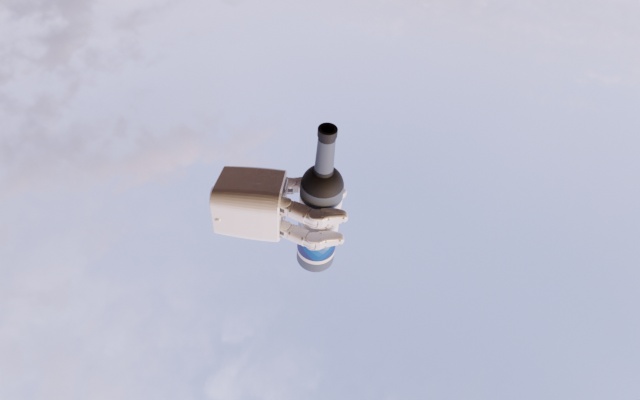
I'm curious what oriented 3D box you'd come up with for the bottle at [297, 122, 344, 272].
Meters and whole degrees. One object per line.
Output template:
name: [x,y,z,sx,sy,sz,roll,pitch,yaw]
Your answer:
bottle: [0.000,0.003,0.747,0.069,0.069,0.296,0,-42,-5]
